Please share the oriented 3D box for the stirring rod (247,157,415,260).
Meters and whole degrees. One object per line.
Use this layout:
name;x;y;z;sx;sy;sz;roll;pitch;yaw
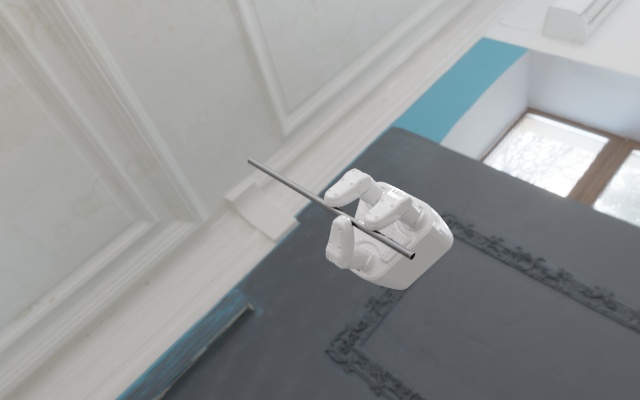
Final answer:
stirring rod;0.000;0.002;0.510;0.239;0.011;0.011;30;18;34
